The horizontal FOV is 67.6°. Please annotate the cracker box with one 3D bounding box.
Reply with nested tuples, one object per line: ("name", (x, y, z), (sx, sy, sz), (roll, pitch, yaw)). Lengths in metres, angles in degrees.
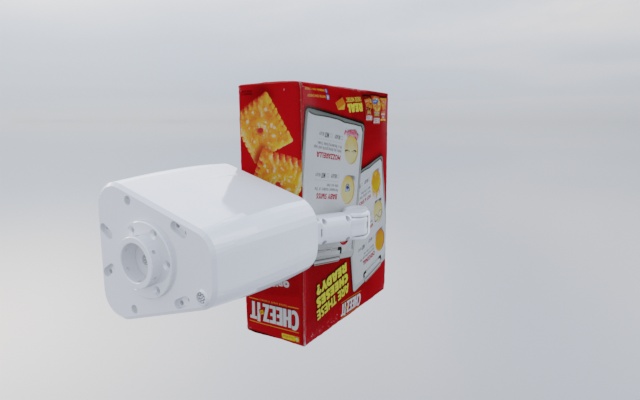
("cracker box", (0.000, 0.001, 0.455), (0.072, 0.214, 0.164), (6, 11, 31))
